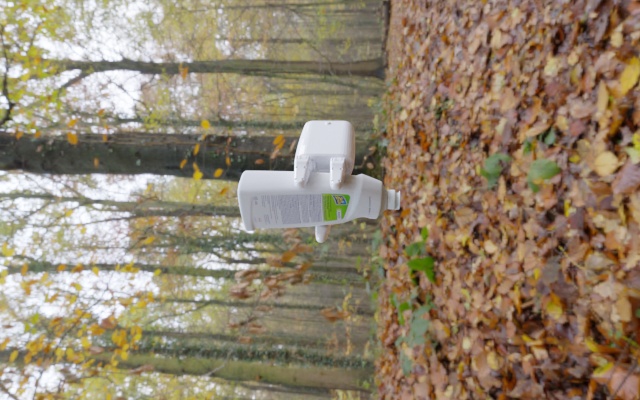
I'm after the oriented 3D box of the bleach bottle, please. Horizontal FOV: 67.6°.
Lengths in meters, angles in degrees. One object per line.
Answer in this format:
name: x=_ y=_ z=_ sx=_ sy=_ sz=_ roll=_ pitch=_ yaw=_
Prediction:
bleach bottle: x=0.000 y=0.002 z=0.767 sx=0.251 sy=0.103 sz=0.068 roll=1 pitch=42 yaw=6
